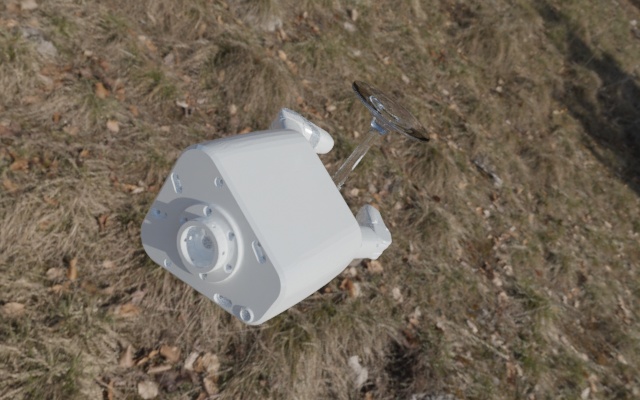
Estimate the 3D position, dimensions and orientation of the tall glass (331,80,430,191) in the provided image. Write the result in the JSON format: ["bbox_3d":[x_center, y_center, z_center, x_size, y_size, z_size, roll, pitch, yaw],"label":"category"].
[{"bbox_3d":[0.001,0.001,0.410,0.079,0.201,0.079,29,27,-17],"label":"tall glass"}]
